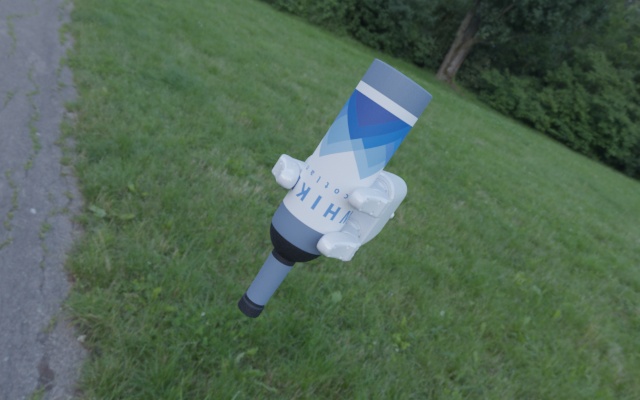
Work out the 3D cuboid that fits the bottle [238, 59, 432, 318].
[{"bbox_3d":[0.000,0.001,0.491,0.069,0.296,0.069,32,14,-9],"label":"bottle"}]
